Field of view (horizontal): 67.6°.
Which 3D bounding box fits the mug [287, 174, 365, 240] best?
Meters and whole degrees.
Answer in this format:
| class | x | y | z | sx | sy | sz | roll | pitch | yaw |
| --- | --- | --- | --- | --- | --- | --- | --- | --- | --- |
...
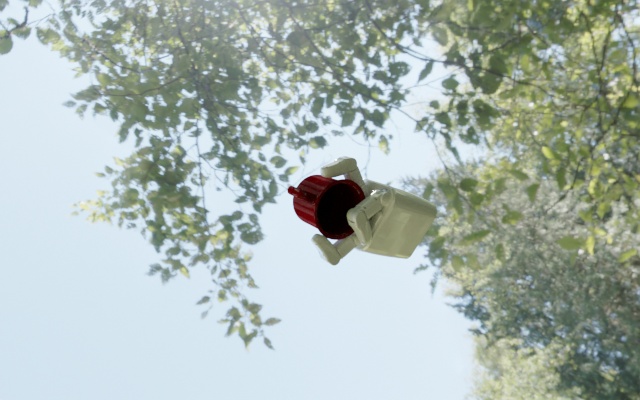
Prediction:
| class | x | y | z | sx | sy | sz | roll | pitch | yaw |
| --- | --- | --- | --- | --- | --- | --- | --- | --- | --- |
| mug | -0.001 | 0.002 | 0.731 | 0.117 | 0.093 | 0.081 | 18 | 3 | -35 |
